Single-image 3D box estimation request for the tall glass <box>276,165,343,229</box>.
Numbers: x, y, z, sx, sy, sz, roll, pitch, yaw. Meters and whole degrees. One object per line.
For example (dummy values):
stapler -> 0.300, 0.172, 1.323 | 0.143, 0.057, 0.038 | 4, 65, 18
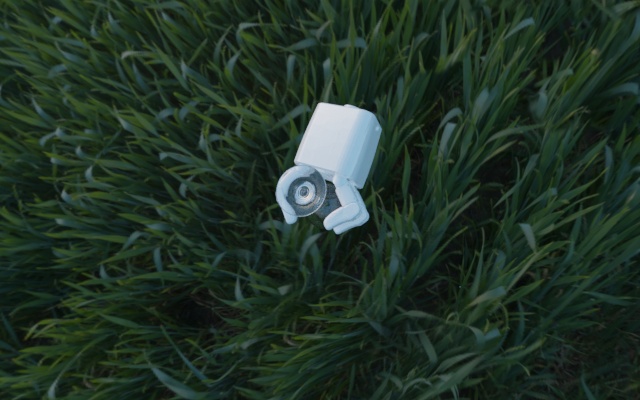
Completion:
tall glass -> 0.000, 0.002, 0.761 | 0.079, 0.079, 0.201 | 0, -10, 16
